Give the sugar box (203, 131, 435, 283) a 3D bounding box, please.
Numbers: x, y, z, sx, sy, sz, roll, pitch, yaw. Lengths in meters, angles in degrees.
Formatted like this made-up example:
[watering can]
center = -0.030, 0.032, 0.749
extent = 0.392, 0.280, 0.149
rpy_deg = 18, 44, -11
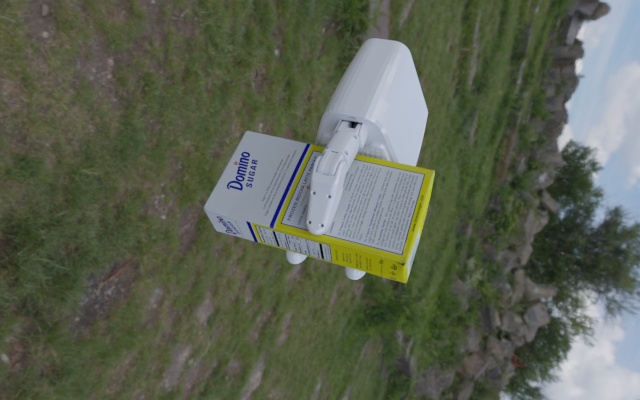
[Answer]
[sugar box]
center = 0.000, 0.002, 0.414
extent = 0.176, 0.093, 0.048
rpy_deg = 13, -31, 17
